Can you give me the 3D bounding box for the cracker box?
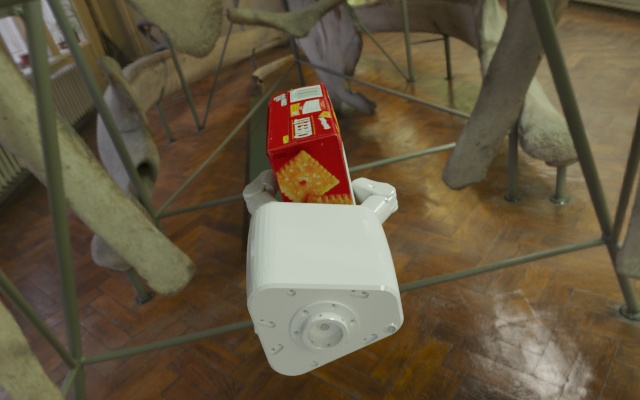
[{"bbox_3d":[0.000,0.002,0.520,0.072,0.214,0.164,-13,30,2],"label":"cracker box"}]
